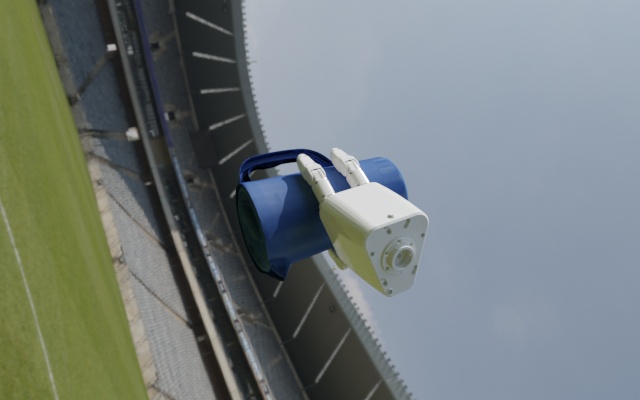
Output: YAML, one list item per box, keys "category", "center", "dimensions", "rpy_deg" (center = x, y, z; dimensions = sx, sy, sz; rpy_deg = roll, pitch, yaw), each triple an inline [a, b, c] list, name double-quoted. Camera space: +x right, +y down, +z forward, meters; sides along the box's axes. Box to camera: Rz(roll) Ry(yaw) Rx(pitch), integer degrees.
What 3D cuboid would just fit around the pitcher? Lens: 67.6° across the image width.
- category: "pitcher"
  center: [0.000, 0.002, 0.713]
  dimensions: [0.243, 0.149, 0.145]
  rpy_deg: [-16, 26, -22]
